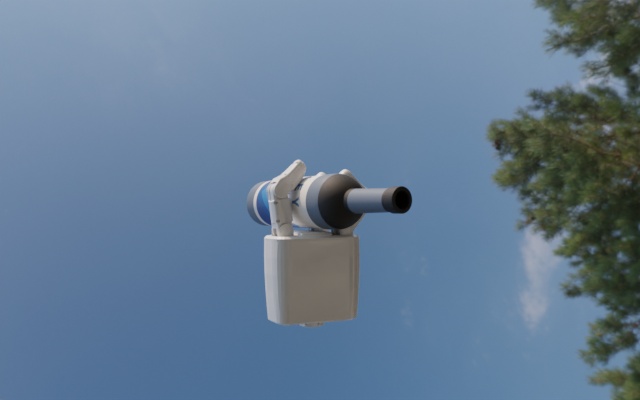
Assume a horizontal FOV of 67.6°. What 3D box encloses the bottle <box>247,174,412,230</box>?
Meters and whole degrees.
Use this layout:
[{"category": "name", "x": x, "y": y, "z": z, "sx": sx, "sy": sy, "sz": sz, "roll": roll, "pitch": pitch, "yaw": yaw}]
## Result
[{"category": "bottle", "x": 0.000, "y": 0.002, "z": 0.593, "sx": 0.069, "sy": 0.069, "sz": 0.295, "roll": 0, "pitch": -1, "yaw": -33}]
